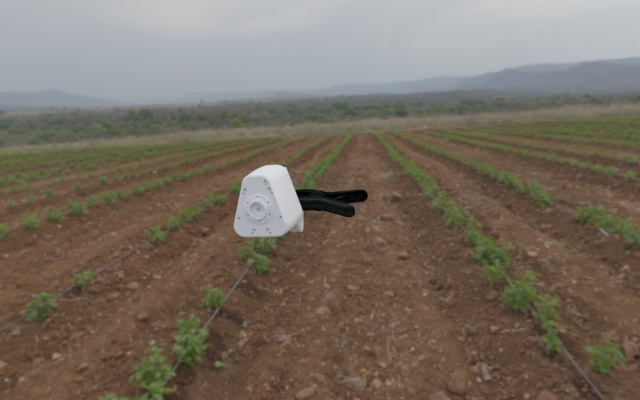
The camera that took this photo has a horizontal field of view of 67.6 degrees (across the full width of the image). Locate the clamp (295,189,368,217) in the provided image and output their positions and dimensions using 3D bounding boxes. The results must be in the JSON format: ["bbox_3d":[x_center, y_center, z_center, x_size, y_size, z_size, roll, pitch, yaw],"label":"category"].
[{"bbox_3d":[0.000,0.002,0.897,0.171,0.039,0.120,-1,10,10],"label":"clamp"}]
